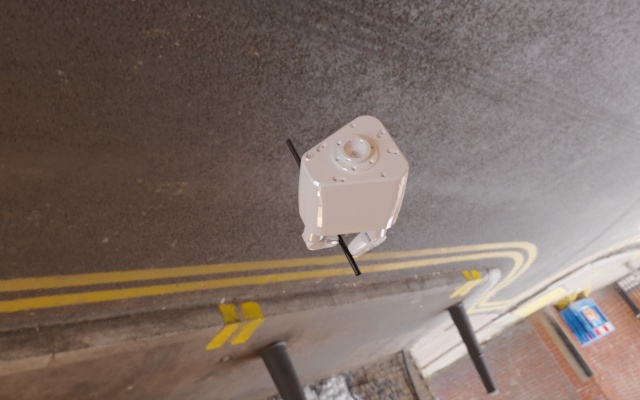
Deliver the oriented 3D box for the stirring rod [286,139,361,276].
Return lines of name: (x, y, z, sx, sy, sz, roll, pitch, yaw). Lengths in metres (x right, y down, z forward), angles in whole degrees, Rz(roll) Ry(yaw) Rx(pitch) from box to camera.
stirring rod: (0.000, 0.002, 0.678, 0.011, 0.239, 0.011, -21, -28, -12)
